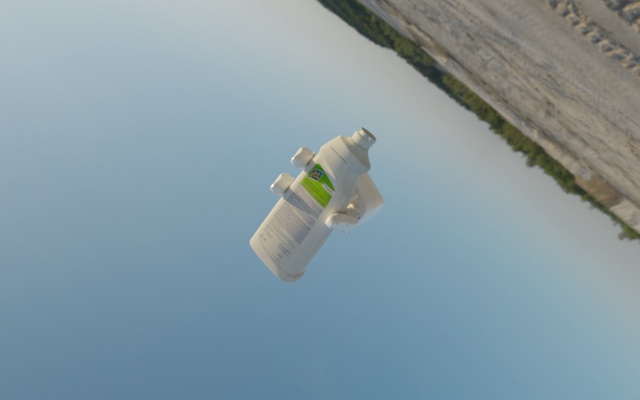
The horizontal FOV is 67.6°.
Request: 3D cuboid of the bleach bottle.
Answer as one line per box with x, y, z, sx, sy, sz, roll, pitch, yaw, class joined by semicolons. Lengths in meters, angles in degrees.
0.000;0.002;0.716;0.102;0.251;0.068;45;21;16;bleach bottle
